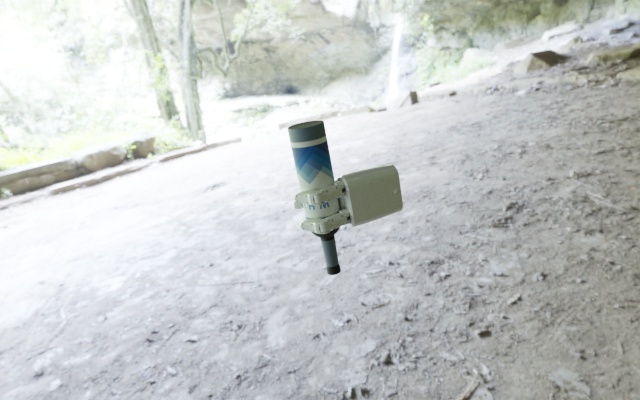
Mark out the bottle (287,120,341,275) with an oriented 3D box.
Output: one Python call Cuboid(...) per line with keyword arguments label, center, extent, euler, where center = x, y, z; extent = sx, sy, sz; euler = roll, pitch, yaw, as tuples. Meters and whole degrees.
Cuboid(label="bottle", center=(0.000, 0.003, 0.892), extent=(0.069, 0.296, 0.069), euler=(-10, 18, 3))
